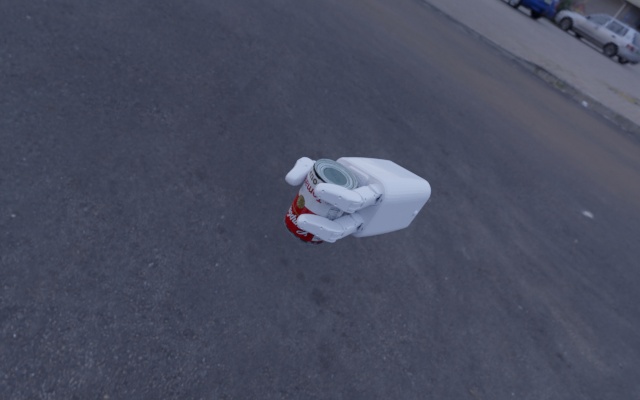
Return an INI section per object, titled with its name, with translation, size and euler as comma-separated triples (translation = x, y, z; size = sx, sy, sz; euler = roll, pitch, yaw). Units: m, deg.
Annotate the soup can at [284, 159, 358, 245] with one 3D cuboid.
[soup can]
translation = 0.000, 0.002, 0.659
size = 0.068, 0.102, 0.068
euler = 21, 34, -15
